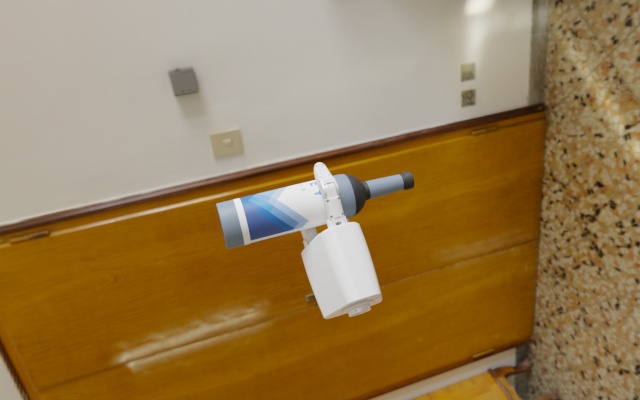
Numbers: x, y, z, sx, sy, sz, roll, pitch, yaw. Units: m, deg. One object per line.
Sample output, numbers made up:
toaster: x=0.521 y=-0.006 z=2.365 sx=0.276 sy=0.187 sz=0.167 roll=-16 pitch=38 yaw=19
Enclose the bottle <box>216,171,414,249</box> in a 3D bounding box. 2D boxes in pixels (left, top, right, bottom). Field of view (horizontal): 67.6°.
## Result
bottle: x=0.000 y=0.002 z=0.705 sx=0.295 sy=0.069 sz=0.069 roll=-14 pitch=3 yaw=-13
